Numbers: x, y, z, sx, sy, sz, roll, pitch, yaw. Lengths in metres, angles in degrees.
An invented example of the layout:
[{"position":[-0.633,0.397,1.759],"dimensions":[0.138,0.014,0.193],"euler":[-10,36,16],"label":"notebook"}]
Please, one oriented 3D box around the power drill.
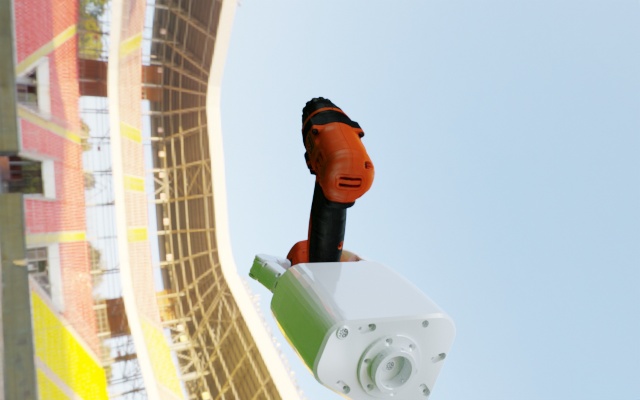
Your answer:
[{"position":[0.000,0.002,0.482],"dimensions":[0.057,0.188,0.184],"euler":[2,28,-9],"label":"power drill"}]
